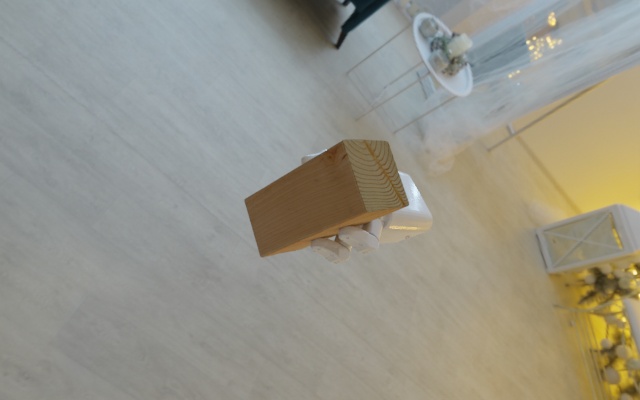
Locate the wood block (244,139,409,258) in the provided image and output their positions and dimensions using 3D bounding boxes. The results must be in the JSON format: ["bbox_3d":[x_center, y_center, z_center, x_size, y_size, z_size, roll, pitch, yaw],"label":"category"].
[{"bbox_3d":[0.000,0.002,0.637,0.090,0.091,0.206,-6,-15,-46],"label":"wood block"}]
